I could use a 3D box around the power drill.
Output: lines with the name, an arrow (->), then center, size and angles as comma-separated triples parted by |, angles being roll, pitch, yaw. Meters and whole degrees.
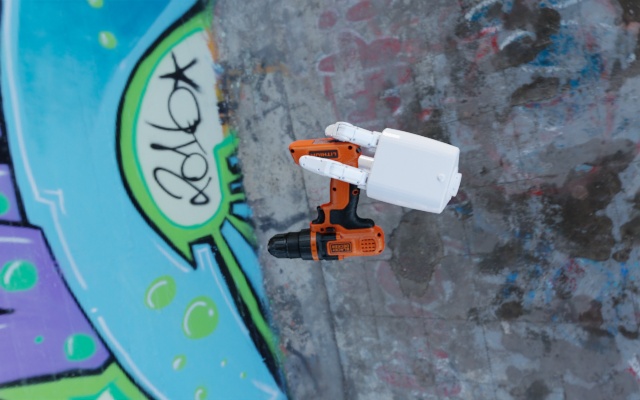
power drill -> 0.000, 0.002, 0.727 | 0.184, 0.188, 0.057 | -4, 18, 6
